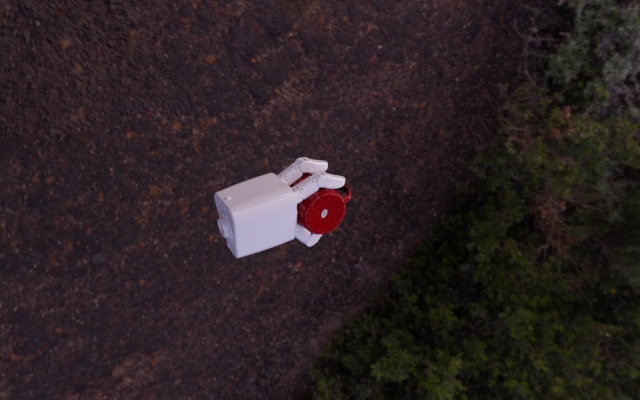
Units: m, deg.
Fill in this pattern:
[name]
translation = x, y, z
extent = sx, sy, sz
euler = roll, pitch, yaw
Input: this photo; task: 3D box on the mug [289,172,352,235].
[mug]
translation = 0.001, 0.002, 0.827
extent = 0.117, 0.093, 0.081
euler = -20, 34, -22
